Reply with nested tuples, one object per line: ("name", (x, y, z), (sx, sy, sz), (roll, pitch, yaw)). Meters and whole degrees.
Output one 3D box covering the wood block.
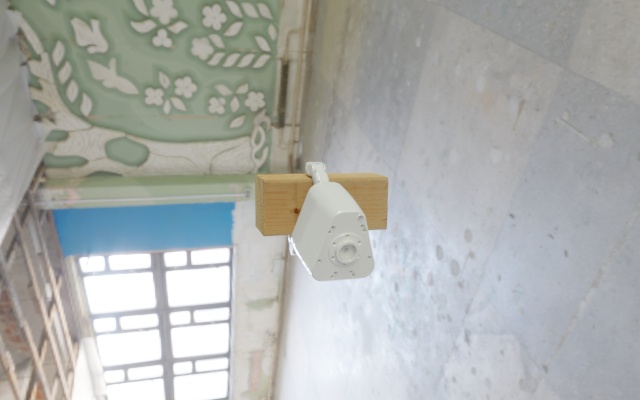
("wood block", (0.000, 0.002, 0.797), (0.206, 0.091, 0.090), (-2, 9, -16))
